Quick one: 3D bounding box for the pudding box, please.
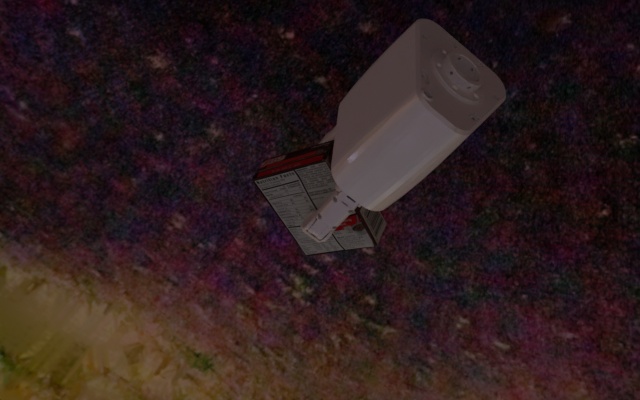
[{"bbox_3d":[0.000,0.002,0.470,0.090,0.113,0.039,-11,34,33],"label":"pudding box"}]
